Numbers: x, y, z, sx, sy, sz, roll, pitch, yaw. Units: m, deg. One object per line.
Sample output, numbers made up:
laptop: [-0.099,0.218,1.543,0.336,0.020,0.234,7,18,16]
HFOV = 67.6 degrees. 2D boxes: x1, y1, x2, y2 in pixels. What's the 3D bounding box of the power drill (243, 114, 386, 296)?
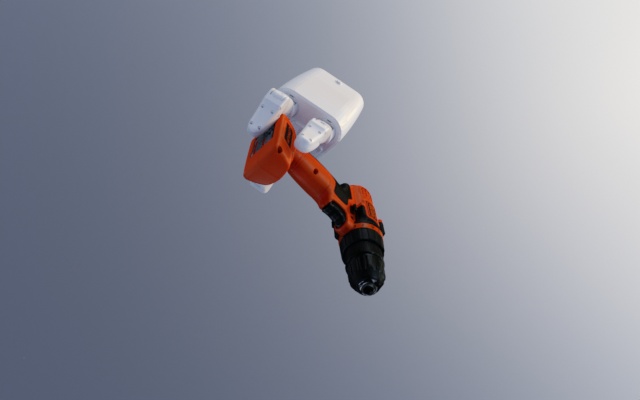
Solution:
power drill: [0.000,0.001,0.537,0.057,0.188,0.184,-38,26,18]
